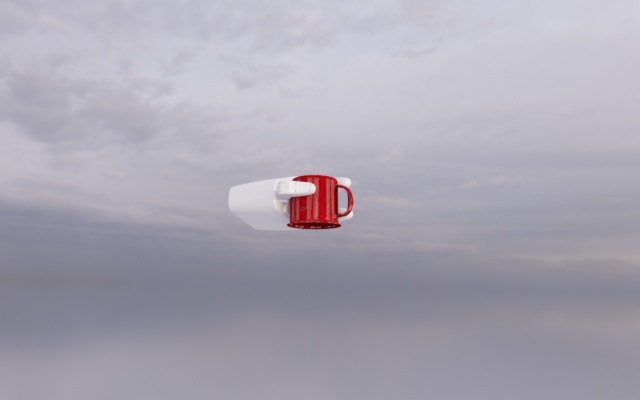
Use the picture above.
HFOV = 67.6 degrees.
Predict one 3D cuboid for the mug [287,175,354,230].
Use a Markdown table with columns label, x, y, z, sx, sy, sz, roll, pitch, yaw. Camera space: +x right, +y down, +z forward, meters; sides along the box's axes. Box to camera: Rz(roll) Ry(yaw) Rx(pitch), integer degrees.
| label | x | y | z | sx | sy | sz | roll | pitch | yaw |
| --- | --- | --- | --- | --- | --- | --- | --- | --- | --- |
| mug | 0.001 | 0.002 | 0.806 | 0.117 | 0.081 | 0.093 | -5 | -12 | 28 |
